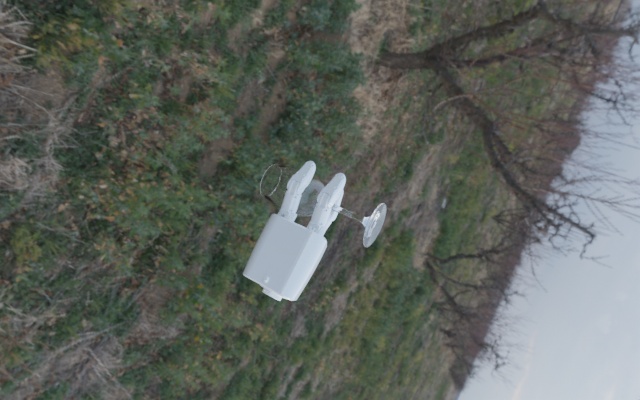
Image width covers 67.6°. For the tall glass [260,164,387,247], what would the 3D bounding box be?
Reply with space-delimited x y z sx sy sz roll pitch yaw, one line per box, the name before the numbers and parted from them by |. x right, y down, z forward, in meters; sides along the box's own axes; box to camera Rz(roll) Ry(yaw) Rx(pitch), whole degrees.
tall glass | 0.001 0.003 0.772 0.201 0.079 0.079 24 9 23
